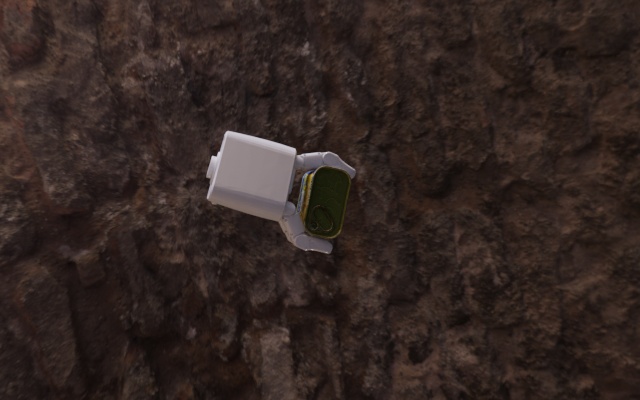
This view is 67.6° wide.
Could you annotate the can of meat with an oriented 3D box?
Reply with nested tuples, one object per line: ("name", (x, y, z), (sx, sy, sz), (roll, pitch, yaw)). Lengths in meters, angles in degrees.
("can of meat", (0.000, 0.002, 0.718), (0.057, 0.102, 0.084), (12, -2, -15))
